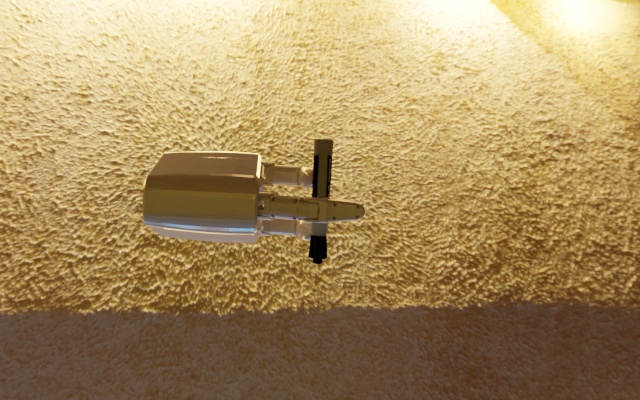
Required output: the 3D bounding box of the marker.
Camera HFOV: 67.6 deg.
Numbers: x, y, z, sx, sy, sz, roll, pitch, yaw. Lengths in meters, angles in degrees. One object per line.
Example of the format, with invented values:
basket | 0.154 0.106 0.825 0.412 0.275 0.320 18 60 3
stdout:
marker | 0.000 0.002 0.463 0.020 0.121 0.020 3 5 0
